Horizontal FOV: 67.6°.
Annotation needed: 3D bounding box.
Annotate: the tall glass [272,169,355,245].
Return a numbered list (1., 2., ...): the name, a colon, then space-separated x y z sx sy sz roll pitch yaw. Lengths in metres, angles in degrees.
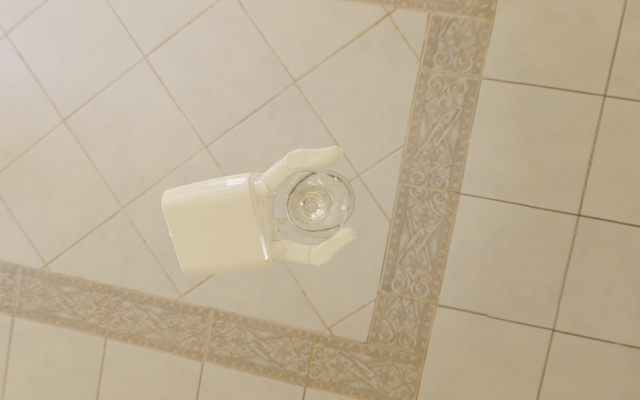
1. tall glass: 0.000 0.002 0.563 0.079 0.079 0.201 0 3 7
